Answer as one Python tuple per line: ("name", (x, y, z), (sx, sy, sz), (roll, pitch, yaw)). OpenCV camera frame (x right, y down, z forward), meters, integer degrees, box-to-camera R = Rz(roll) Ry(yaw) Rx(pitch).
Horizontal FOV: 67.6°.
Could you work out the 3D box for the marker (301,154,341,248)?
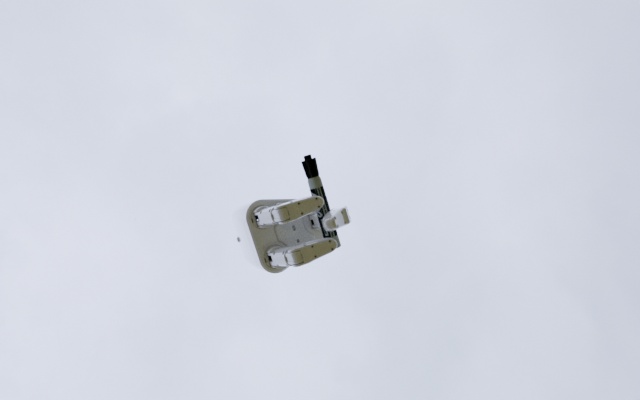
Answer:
("marker", (0.000, 0.002, 0.594), (0.020, 0.121, 0.020), (-16, 5, 1))
